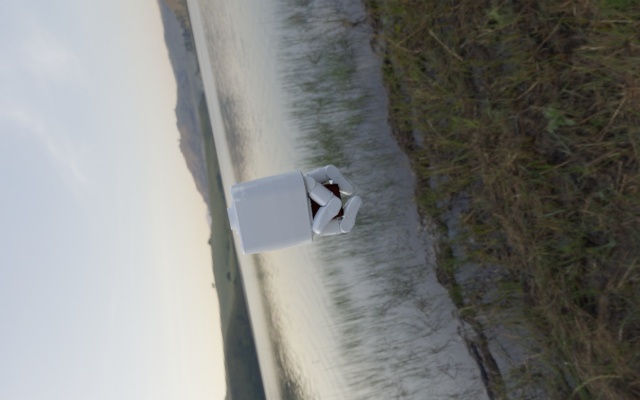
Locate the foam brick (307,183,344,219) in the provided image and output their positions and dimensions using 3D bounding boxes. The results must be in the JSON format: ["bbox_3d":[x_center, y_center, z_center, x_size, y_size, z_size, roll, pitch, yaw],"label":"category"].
[{"bbox_3d":[0.000,0.003,0.757,0.051,0.053,0.078,-11,3,-10],"label":"foam brick"}]
